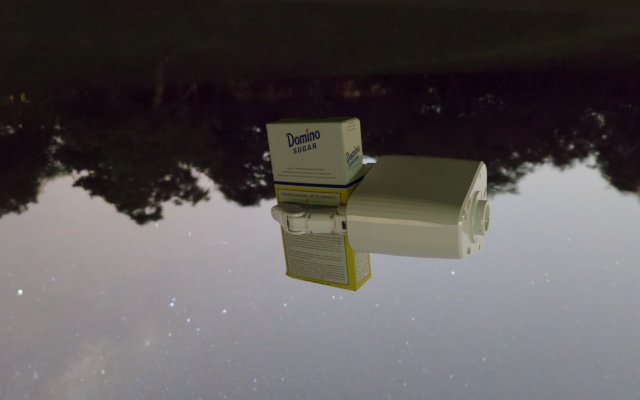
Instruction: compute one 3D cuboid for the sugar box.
[{"bbox_3d":[0.001,0.002,0.506,0.093,0.176,0.048,6,18,32],"label":"sugar box"}]
